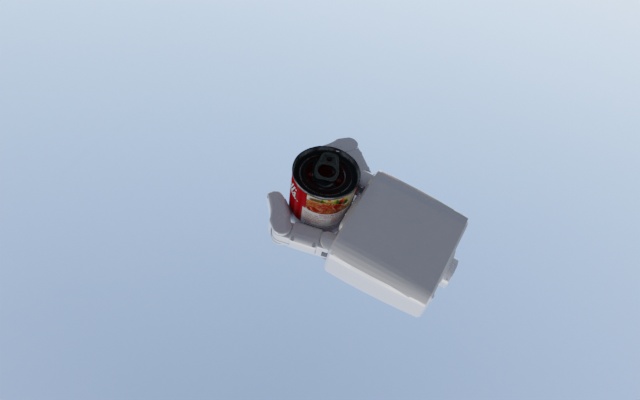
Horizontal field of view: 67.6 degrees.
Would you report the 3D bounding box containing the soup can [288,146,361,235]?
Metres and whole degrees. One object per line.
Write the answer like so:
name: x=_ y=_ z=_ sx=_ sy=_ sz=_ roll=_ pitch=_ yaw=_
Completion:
soup can: x=0.000 y=0.002 z=0.503 sx=0.068 sy=0.068 sz=0.102 roll=0 pitch=-37 yaw=-9
